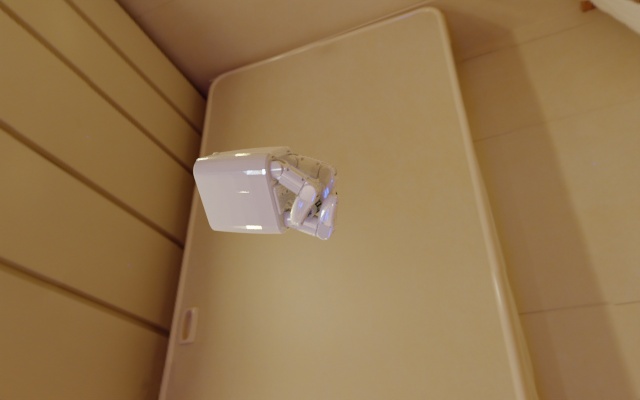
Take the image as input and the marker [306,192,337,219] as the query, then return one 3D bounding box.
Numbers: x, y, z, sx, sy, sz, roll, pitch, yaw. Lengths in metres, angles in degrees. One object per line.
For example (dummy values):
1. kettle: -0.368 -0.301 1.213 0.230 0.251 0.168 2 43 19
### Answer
1. marker: 0.000 0.002 0.659 0.020 0.020 0.121 0 11 17
